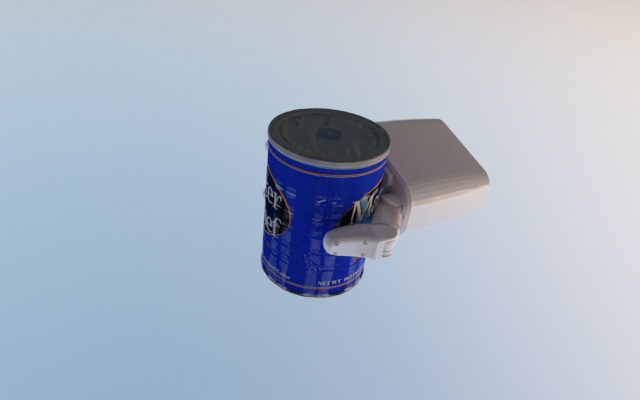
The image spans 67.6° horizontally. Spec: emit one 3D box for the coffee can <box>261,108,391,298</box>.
[{"bbox_3d":[0.000,0.001,0.432,0.103,0.140,0.102,5,33,-4],"label":"coffee can"}]
